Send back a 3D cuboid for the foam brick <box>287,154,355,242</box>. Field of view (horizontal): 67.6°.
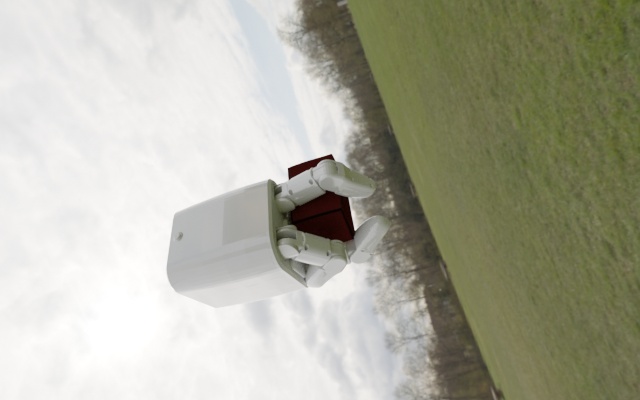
[{"bbox_3d":[0.000,0.001,0.483,0.051,0.078,0.053,-17,-43,10],"label":"foam brick"}]
